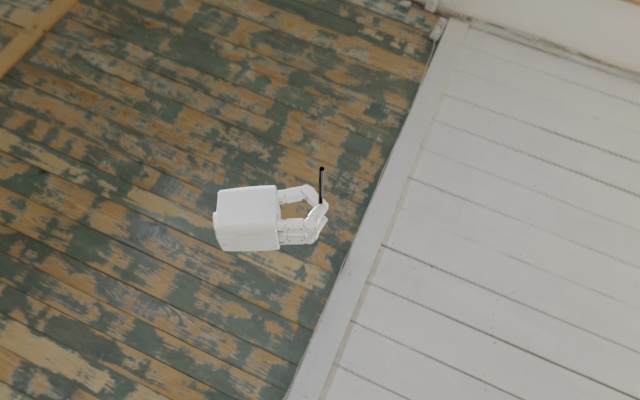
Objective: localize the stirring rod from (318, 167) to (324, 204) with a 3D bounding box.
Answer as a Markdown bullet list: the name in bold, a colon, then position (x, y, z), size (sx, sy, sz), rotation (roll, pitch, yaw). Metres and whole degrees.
- **stirring rod**: position (0.000, 0.003, 0.842), size (0.011, 0.011, 0.240), rotation (0, -25, -1)
